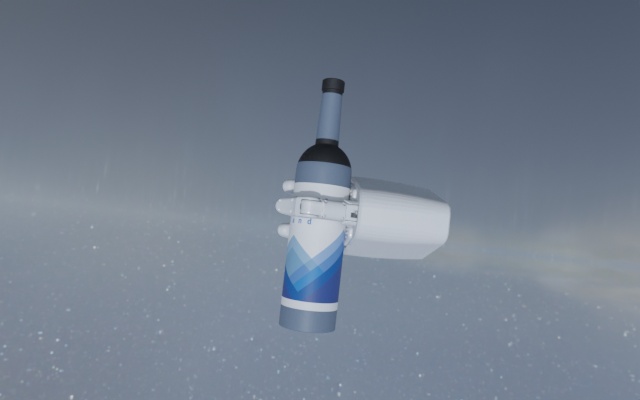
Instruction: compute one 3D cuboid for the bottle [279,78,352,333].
[{"bbox_3d":[0.000,0.002,0.568,0.069,0.295,0.069,6,-4,0],"label":"bottle"}]
